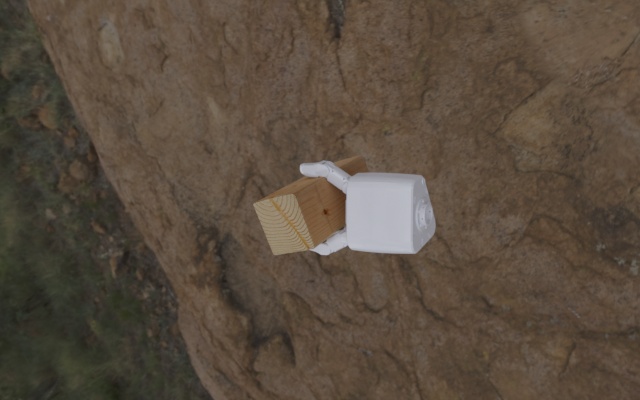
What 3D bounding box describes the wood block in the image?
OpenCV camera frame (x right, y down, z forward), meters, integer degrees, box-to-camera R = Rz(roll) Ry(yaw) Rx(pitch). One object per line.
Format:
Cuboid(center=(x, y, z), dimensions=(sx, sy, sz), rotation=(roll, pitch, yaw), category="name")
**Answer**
Cuboid(center=(0.000, 0.002, 0.793), dimensions=(0.090, 0.091, 0.206), rotation=(-13, 12, 38), category="wood block")
